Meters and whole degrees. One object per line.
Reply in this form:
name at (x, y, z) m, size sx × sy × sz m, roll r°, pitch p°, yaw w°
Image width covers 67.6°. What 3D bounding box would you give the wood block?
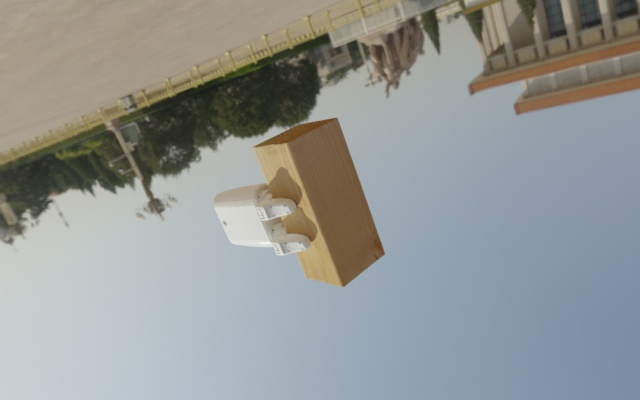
wood block at (0.000, 0.002, 0.658) m, size 0.090 × 0.206 × 0.090 m, roll -33°, pitch 21°, yaw -33°
